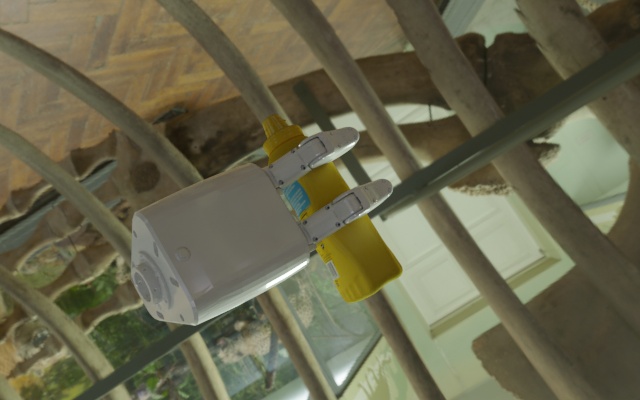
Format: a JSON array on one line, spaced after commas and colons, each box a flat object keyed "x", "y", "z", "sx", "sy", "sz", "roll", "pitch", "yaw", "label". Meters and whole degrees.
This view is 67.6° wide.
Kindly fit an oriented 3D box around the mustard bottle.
[{"x": 0.000, "y": 0.002, "z": 0.453, "sx": 0.058, "sy": 0.191, "sz": 0.096, "roll": -30, "pitch": -7, "yaw": -13, "label": "mustard bottle"}]
